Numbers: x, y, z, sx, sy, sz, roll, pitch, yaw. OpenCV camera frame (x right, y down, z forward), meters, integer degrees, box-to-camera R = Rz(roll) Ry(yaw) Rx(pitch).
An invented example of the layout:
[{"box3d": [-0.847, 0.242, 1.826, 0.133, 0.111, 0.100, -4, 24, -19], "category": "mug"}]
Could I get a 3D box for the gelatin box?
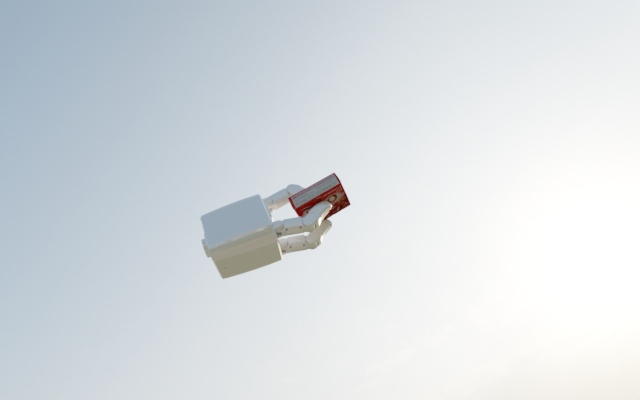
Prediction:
[{"box3d": [0.000, 0.002, 0.794, 0.089, 0.030, 0.073, -30, -34, -1], "category": "gelatin box"}]
